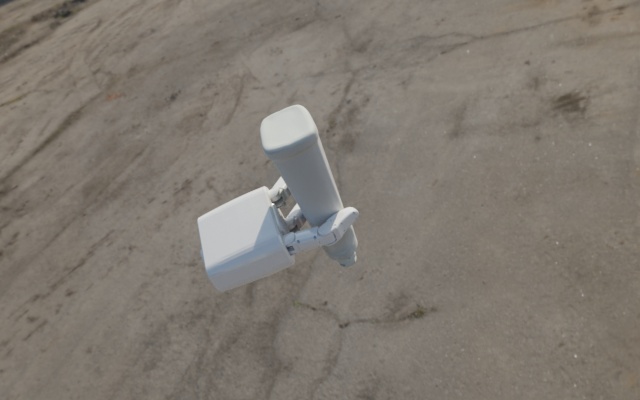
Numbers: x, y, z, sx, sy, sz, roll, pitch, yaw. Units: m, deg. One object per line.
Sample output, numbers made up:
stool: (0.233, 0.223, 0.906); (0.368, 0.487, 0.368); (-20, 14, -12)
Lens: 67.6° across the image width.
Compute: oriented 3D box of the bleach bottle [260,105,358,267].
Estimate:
bleach bottle: (0.000, 0.002, 0.643); (0.068, 0.251, 0.102); (-23, 35, 3)
